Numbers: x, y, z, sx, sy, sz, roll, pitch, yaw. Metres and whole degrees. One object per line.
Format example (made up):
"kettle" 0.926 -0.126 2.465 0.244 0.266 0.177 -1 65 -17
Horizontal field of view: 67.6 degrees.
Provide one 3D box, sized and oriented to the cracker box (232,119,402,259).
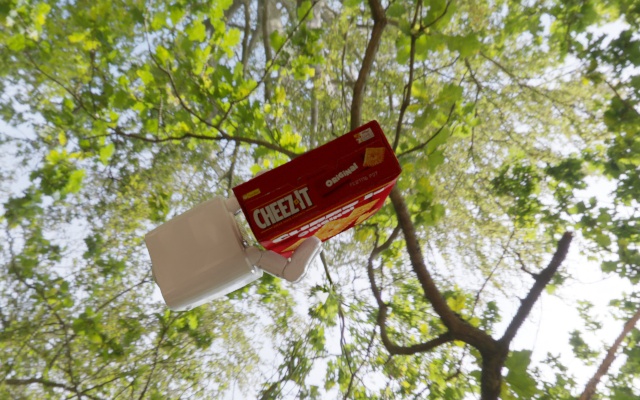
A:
"cracker box" 0.000 0.002 0.575 0.164 0.072 0.214 -27 -10 -4
